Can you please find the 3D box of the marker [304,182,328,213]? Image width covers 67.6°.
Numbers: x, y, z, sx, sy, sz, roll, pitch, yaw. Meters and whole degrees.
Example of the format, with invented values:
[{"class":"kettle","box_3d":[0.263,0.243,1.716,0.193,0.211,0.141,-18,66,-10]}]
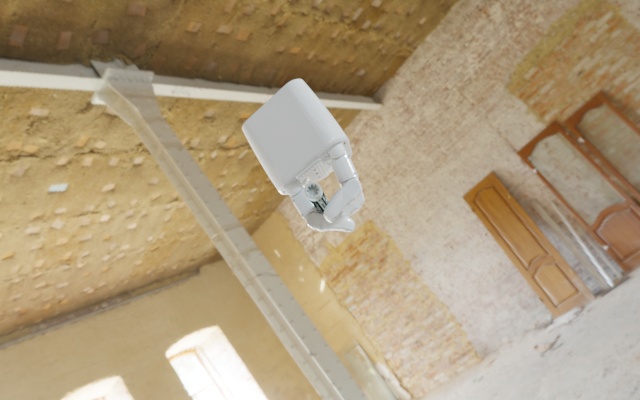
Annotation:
[{"class":"marker","box_3d":[0.000,0.002,0.579,0.020,0.020,0.121,0,-13,9]}]
